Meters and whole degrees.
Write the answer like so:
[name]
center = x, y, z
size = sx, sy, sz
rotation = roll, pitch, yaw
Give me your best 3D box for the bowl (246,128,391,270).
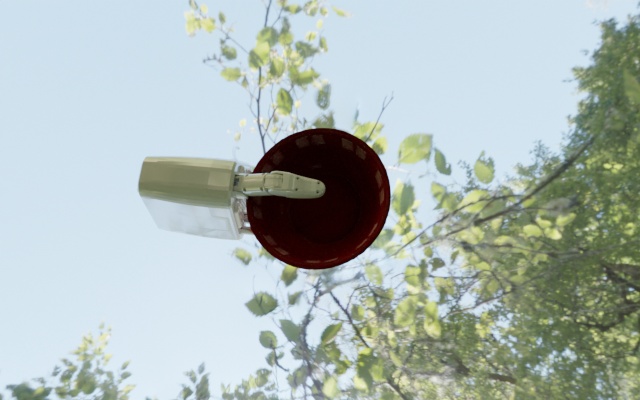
[bowl]
center = 0.001, 0.002, 0.544
size = 0.162, 0.162, 0.055
rotation = 0, -16, 11
